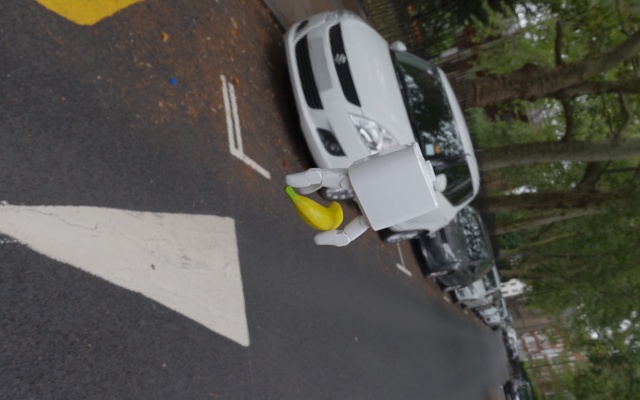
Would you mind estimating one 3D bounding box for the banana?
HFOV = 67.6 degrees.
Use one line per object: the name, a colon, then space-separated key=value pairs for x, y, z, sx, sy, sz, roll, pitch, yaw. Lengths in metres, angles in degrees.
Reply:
banana: x=0.004 y=0.019 z=0.796 sx=0.037 sy=0.069 sz=0.198 roll=-23 pitch=-17 yaw=17
